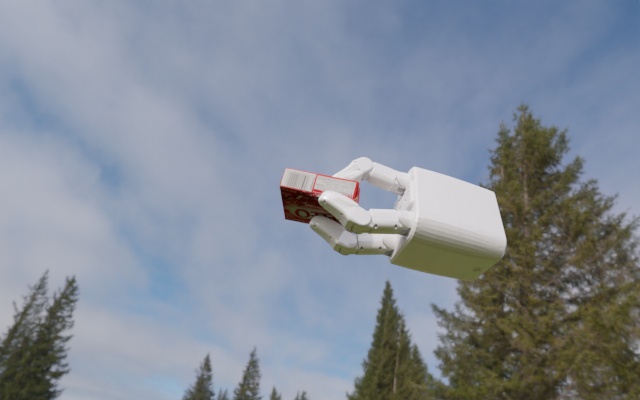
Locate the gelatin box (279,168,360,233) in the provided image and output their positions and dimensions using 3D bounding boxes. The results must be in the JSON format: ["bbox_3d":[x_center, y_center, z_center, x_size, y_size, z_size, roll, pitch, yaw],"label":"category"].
[{"bbox_3d":[0.000,0.001,0.559,0.089,0.030,0.073,12,-32,9],"label":"gelatin box"}]
